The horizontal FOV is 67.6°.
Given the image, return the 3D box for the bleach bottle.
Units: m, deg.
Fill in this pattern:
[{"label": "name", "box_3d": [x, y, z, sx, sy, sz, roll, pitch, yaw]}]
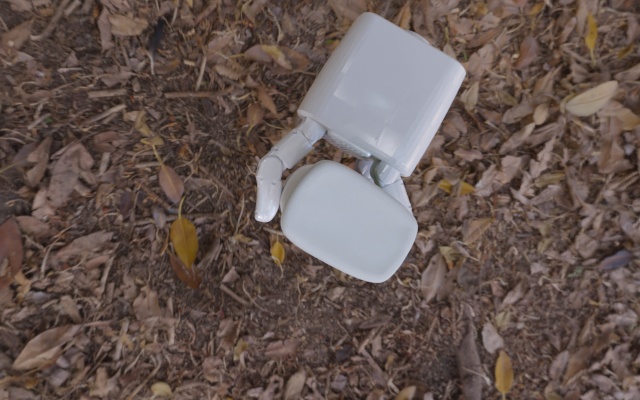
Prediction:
[{"label": "bleach bottle", "box_3d": [0.000, 0.002, 0.459, 0.102, 0.068, 0.251, 31, 1, -14]}]
